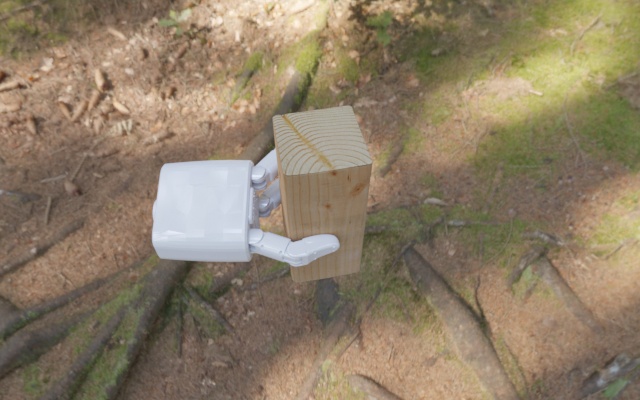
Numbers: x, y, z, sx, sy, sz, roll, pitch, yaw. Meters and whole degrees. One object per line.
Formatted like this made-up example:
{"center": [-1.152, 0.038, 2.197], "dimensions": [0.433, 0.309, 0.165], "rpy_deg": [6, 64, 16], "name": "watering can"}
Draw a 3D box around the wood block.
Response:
{"center": [0.000, 0.002, 0.565], "dimensions": [0.090, 0.090, 0.206], "rpy_deg": [-9, -38, -7], "name": "wood block"}
